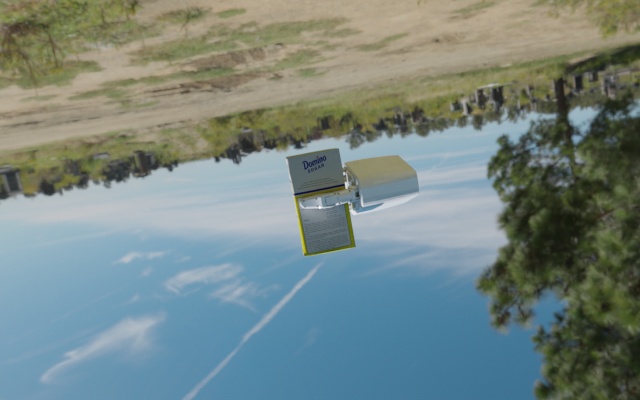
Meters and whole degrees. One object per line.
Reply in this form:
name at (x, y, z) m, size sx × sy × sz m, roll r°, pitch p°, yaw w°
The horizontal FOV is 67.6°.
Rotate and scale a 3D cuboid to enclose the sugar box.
sugar box at (0.000, 0.003, 0.831) m, size 0.093 × 0.176 × 0.048 m, roll -11°, pitch 8°, yaw -6°
